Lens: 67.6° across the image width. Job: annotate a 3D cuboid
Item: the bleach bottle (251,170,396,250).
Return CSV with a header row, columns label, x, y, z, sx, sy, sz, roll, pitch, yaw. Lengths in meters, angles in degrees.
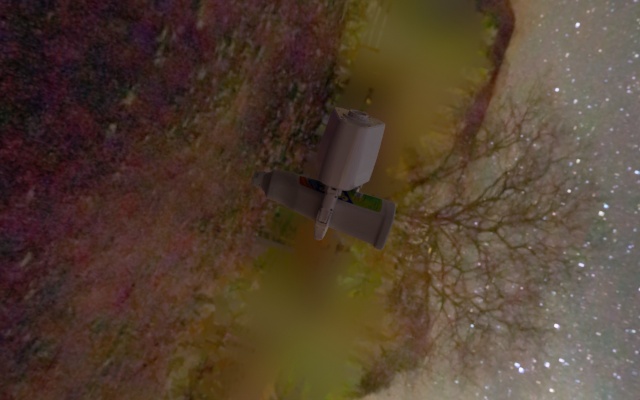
label,x,y,z,sx,sy,sz,roll,pitch,yaw
bleach bottle,0.000,0.003,0.822,0.251,0.068,0.102,19,22,5
